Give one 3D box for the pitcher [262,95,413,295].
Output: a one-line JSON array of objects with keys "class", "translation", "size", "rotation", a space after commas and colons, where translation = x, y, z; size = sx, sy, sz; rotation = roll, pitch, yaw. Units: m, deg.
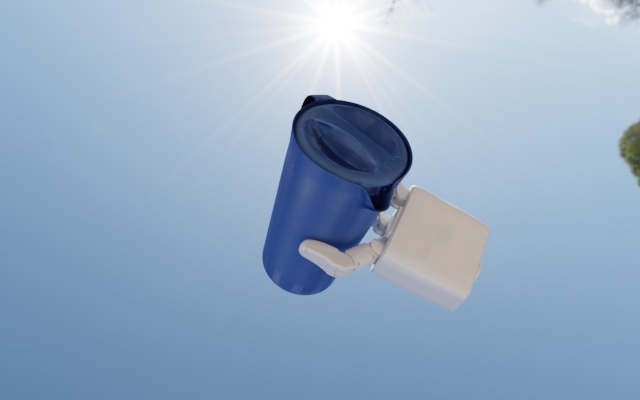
[{"class": "pitcher", "translation": [0.000, 0.002, 0.585], "size": [0.145, 0.243, 0.149], "rotation": [26, 45, 3]}]
